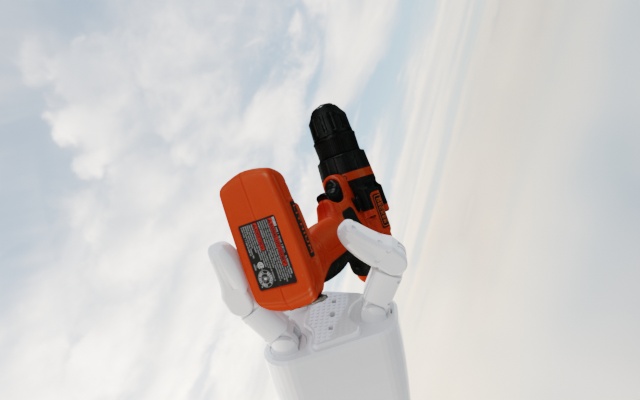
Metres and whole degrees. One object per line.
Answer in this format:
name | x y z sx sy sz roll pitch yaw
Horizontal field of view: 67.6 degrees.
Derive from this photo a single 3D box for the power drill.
power drill | 0.000 0.002 0.414 0.057 0.184 0.187 -22 -2 32
